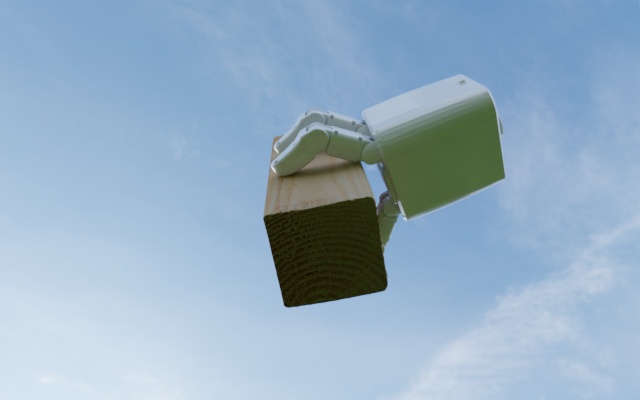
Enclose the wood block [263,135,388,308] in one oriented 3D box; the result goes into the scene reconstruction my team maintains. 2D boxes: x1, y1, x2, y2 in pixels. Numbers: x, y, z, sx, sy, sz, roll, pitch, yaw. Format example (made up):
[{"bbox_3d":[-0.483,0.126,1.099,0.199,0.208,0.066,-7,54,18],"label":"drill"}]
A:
[{"bbox_3d":[0.001,0.002,0.472,0.090,0.091,0.206,-10,24,2],"label":"wood block"}]
